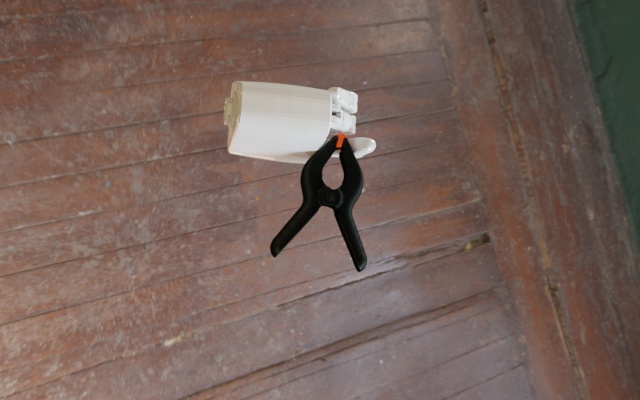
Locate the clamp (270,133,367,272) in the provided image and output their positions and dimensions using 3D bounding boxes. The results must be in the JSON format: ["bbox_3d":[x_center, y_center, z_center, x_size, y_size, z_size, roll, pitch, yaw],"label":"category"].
[{"bbox_3d":[0.000,0.002,0.591,0.120,0.171,0.039,3,-7,-15],"label":"clamp"}]
